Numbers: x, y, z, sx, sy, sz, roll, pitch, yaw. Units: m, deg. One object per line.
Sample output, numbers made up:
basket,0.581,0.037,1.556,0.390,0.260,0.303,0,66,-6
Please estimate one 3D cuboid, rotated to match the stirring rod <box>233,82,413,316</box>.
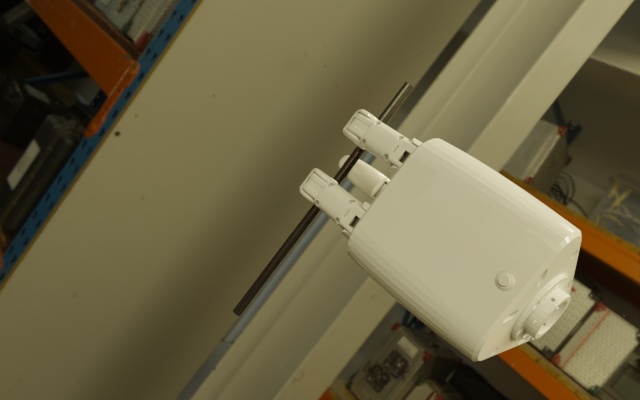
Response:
stirring rod,0.000,0.001,0.400,0.011,0.239,0.011,37,5,-4
